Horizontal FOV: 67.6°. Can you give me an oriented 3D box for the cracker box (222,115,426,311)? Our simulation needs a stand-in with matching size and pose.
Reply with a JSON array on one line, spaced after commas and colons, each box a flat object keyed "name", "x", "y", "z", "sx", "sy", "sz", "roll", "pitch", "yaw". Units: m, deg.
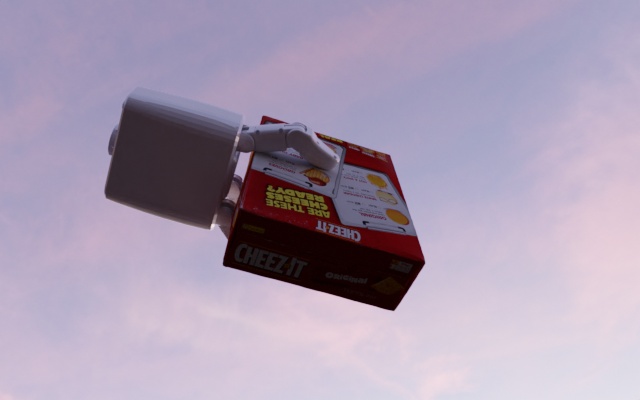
[{"name": "cracker box", "x": 0.000, "y": 0.001, "z": 0.490, "sx": 0.164, "sy": 0.072, "sz": 0.213, "roll": 16, "pitch": 29, "yaw": -10}]
